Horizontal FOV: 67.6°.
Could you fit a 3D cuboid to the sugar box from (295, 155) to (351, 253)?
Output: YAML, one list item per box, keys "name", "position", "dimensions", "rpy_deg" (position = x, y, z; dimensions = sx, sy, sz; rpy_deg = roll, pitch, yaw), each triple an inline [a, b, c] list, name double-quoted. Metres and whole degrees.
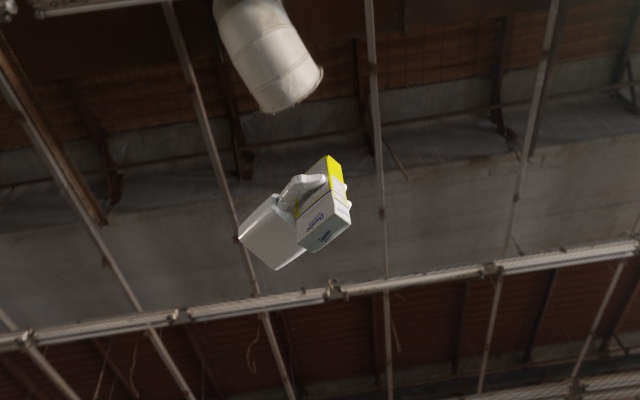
- name: "sugar box"
  position: [0.000, 0.003, 0.855]
  dimensions: [0.048, 0.176, 0.093]
  rpy_deg: [35, -62, -30]
